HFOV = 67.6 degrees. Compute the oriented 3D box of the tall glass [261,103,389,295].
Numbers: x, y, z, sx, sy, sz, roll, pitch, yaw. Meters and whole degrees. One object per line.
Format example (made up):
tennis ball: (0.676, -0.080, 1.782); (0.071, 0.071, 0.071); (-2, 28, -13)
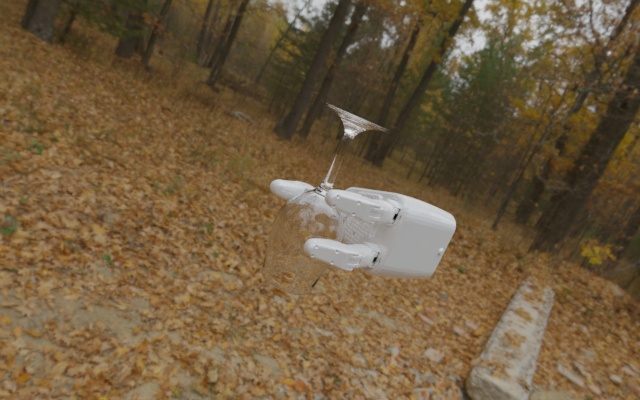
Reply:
tall glass: (0.000, 0.001, 0.521); (0.079, 0.201, 0.079); (23, 11, -5)
